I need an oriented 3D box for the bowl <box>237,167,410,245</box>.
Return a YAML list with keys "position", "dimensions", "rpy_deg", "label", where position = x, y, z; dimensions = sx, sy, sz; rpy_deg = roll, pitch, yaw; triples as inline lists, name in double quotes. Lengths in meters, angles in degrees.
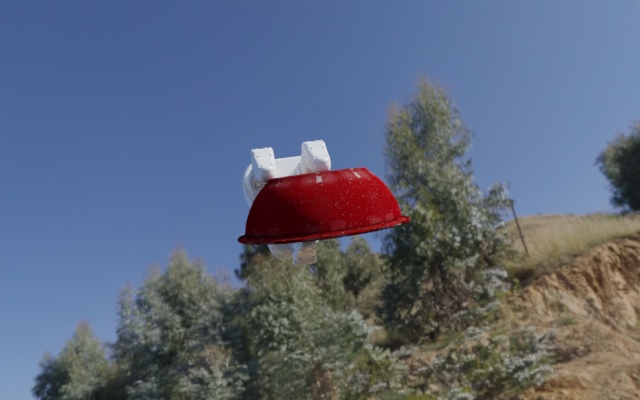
- position: [0.001, 0.001, 0.447]
  dimensions: [0.162, 0.055, 0.162]
  rpy_deg: [-7, 2, 0]
  label: "bowl"
